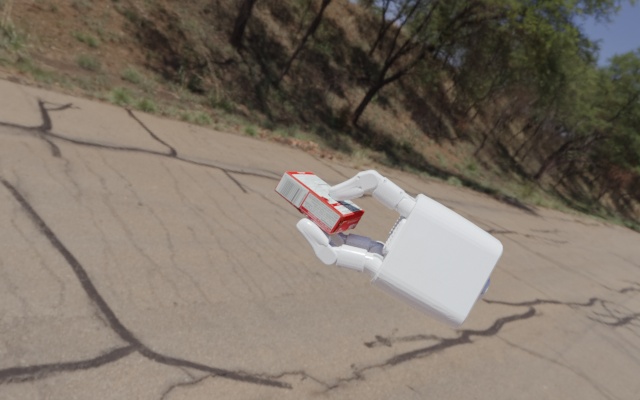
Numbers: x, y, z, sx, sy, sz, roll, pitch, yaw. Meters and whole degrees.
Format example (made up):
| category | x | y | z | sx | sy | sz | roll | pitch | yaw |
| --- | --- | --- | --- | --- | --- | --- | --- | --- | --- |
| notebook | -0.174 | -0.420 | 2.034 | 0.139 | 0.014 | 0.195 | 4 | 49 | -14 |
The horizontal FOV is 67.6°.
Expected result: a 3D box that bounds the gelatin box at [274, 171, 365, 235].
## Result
| category | x | y | z | sx | sy | sz | roll | pitch | yaw |
| --- | --- | --- | --- | --- | --- | --- | --- | --- | --- |
| gelatin box | 0.000 | 0.001 | 0.561 | 0.089 | 0.030 | 0.073 | 38 | 16 | 17 |
